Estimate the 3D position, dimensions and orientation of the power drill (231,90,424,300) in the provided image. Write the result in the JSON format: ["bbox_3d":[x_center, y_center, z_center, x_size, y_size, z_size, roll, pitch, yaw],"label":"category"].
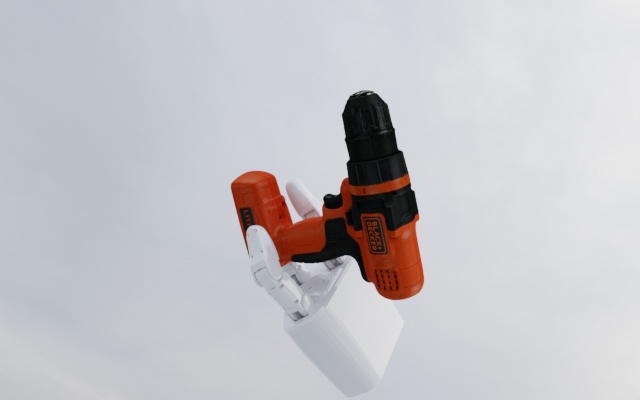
[{"bbox_3d":[0.000,0.002,0.452,0.187,0.184,0.057,-3,14,39],"label":"power drill"}]
